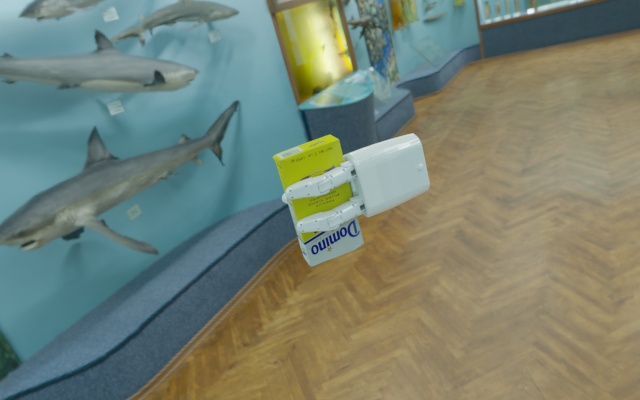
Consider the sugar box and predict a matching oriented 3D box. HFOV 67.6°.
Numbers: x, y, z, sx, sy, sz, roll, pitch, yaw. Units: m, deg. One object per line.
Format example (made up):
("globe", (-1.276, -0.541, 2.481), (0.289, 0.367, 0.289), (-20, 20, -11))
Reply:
("sugar box", (0.000, 0.002, 0.705), (0.093, 0.176, 0.048), (-21, 22, -12))
